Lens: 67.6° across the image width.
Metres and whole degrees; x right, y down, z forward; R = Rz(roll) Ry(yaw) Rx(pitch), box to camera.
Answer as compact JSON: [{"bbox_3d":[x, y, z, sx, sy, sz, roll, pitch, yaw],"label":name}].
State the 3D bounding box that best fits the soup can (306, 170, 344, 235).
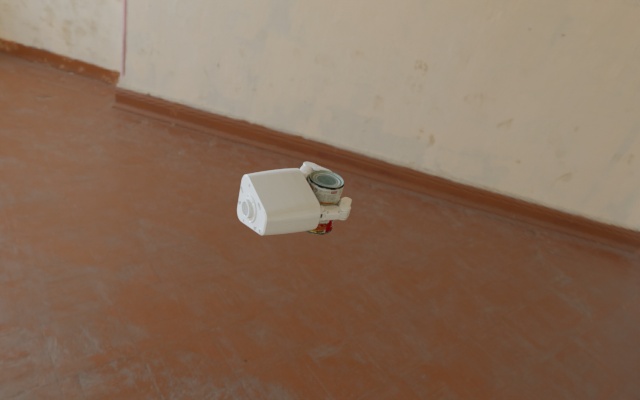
[{"bbox_3d":[0.001,0.003,0.882,0.068,0.102,0.068,11,30,-6],"label":"soup can"}]
